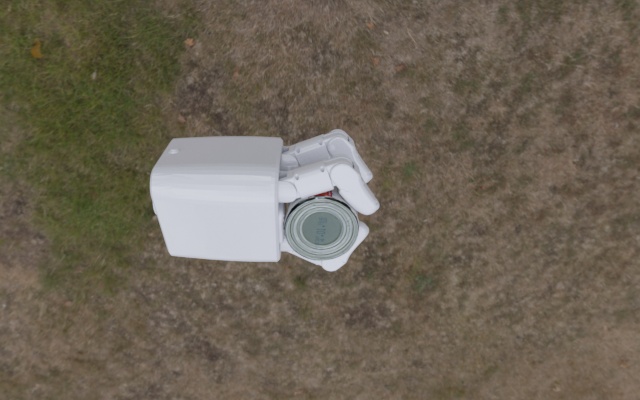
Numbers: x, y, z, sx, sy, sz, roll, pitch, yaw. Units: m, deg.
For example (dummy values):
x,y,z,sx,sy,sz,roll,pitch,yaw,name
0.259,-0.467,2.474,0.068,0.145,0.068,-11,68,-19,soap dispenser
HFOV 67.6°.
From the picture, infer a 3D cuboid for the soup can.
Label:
x,y,z,sx,sy,sz,roll,pitch,yaw,name
0.001,0.002,0.460,0.068,0.068,0.102,0,30,-1,soup can
